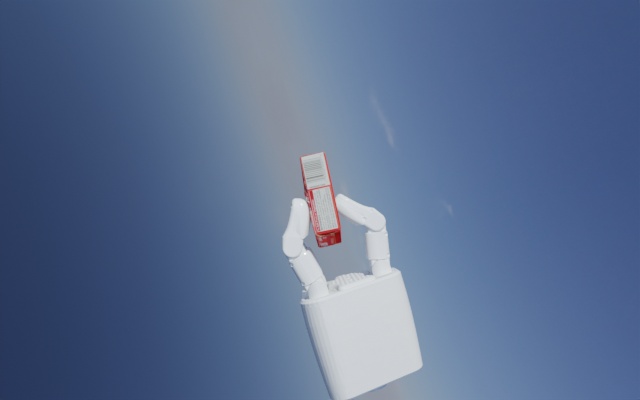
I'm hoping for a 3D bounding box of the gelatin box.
[{"bbox_3d":[0.000,0.001,0.521,0.030,0.089,0.073,-11,-14,-1],"label":"gelatin box"}]
